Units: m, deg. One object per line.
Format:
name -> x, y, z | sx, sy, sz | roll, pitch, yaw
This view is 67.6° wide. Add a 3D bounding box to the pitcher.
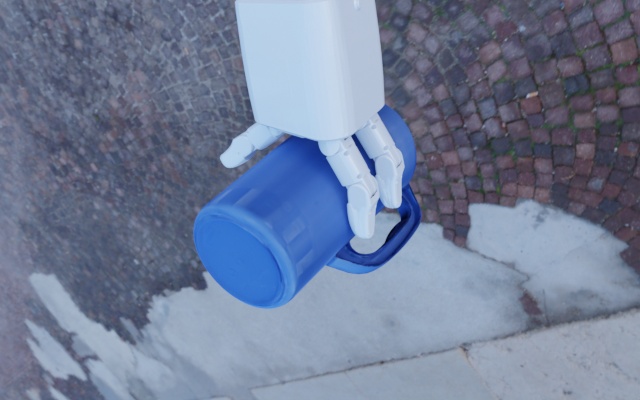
pitcher -> 0.000, 0.001, 0.481 | 0.149, 0.145, 0.242 | 11, 35, 30
